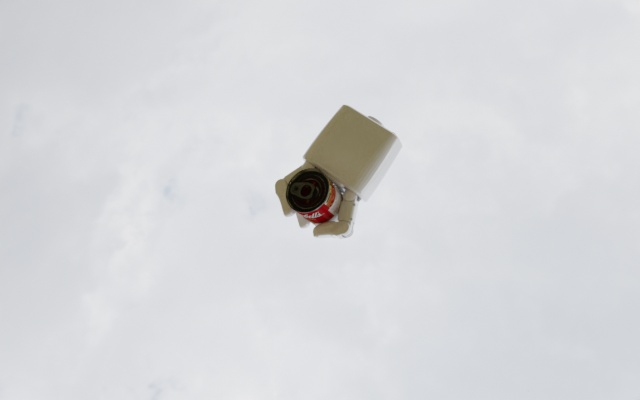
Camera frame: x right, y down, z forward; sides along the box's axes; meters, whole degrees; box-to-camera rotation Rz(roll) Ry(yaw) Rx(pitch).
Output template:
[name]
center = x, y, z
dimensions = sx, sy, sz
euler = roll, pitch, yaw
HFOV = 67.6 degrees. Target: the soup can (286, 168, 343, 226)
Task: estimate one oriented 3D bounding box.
[soup can]
center = 0.000, 0.003, 0.717
dimensions = 0.068, 0.068, 0.102
euler = 0, -20, 24
